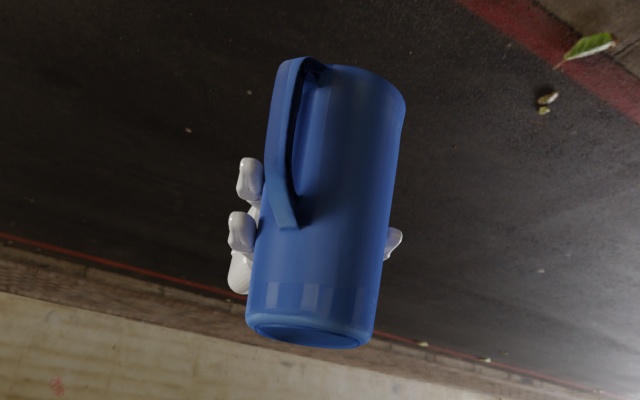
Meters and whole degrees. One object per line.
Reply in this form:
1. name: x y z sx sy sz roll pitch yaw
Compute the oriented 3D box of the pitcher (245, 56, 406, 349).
1. pitcher: 0.000 0.002 0.439 0.149 0.242 0.145 17 -26 -17
